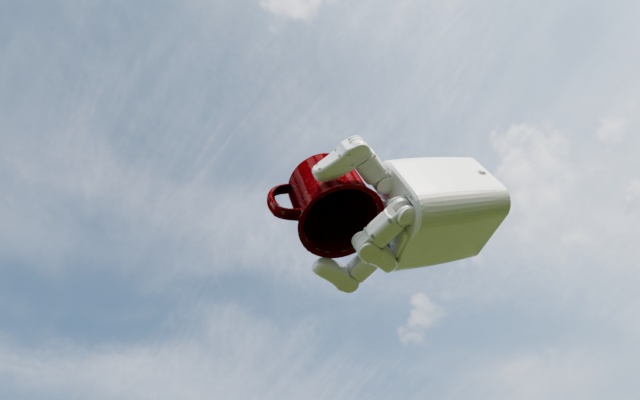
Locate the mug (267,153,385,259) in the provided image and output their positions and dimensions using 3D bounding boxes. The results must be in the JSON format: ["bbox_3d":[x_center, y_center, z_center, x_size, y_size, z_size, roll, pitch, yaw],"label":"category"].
[{"bbox_3d":[-0.001,0.002,0.512,0.117,0.093,0.081,-2,34,-18],"label":"mug"}]
